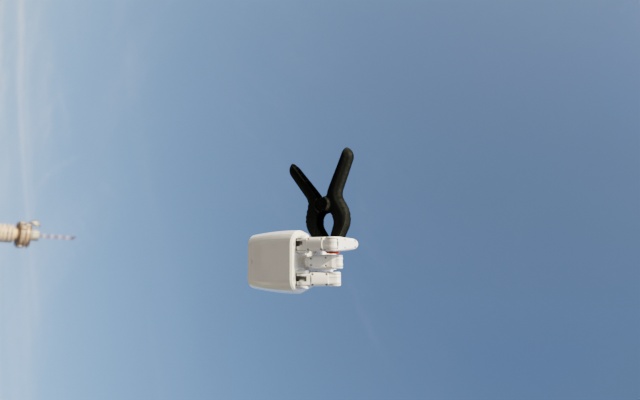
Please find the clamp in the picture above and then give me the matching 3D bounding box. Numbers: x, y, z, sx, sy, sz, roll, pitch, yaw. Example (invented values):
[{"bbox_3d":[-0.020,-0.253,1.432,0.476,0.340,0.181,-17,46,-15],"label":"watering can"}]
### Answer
[{"bbox_3d":[0.001,0.003,0.787,0.120,0.171,0.039,-5,-11,37],"label":"clamp"}]
